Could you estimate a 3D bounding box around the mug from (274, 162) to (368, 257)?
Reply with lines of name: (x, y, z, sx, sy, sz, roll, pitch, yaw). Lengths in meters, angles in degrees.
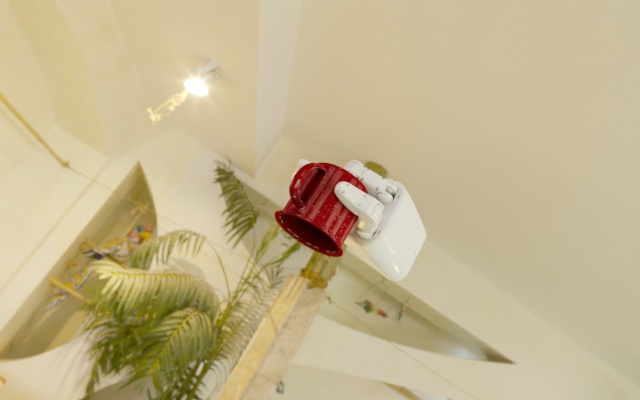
mug: (0.000, 0.001, 0.564, 0.093, 0.081, 0.117, 14, -27, 38)
